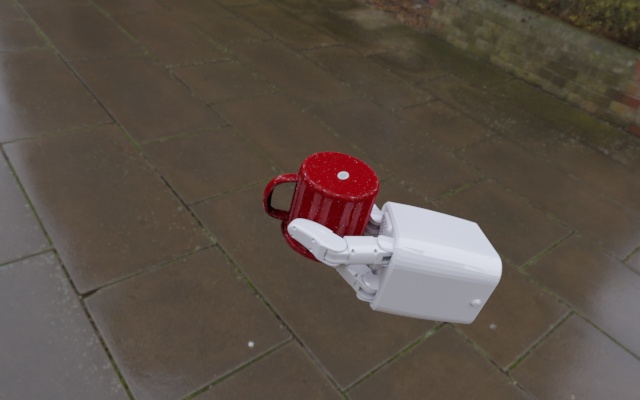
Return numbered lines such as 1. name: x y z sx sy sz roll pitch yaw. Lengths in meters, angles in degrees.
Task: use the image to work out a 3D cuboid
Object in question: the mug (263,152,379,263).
1. mug: -0.001 0.001 0.489 0.117 0.082 0.093 11 37 -6
